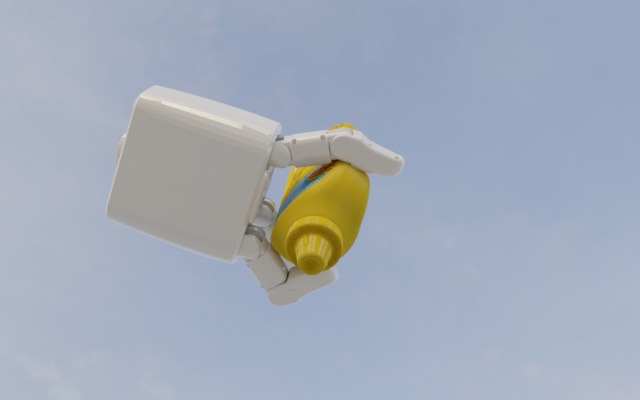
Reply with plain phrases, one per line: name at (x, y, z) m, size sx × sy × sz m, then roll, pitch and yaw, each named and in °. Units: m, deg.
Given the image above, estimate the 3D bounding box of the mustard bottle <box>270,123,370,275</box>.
mustard bottle at (0.000, 0.001, 0.401) m, size 0.058 × 0.096 × 0.191 m, roll 41°, pitch 22°, yaw -14°
